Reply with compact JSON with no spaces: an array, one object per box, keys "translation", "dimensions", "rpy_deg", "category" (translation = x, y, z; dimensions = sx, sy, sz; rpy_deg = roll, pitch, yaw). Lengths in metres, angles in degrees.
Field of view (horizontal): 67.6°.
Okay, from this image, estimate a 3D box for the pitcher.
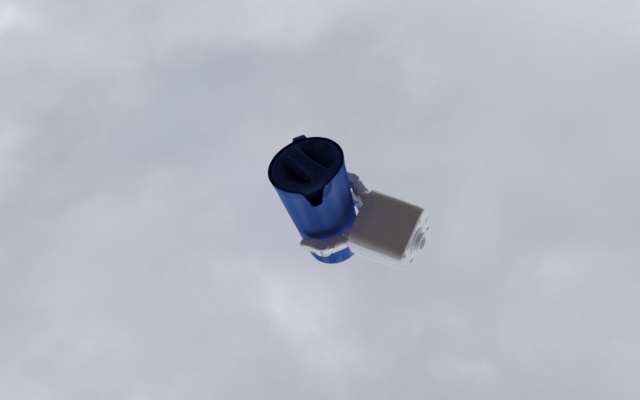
[{"translation":[0.000,0.003,0.892],"dimensions":[0.145,0.149,0.243],"rpy_deg":[18,-33,30],"category":"pitcher"}]
